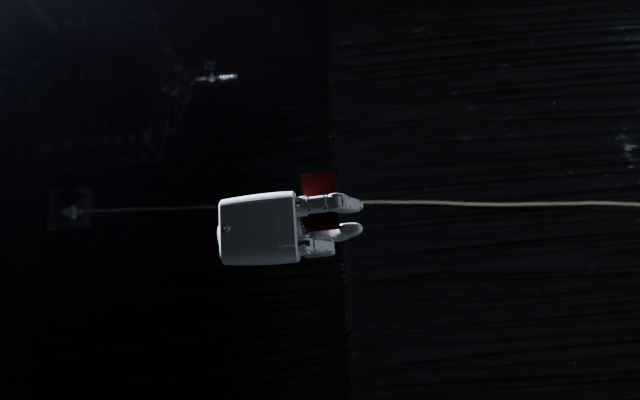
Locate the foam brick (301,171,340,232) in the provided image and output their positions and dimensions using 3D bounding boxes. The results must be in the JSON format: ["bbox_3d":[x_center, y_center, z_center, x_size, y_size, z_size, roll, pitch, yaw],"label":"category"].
[{"bbox_3d":[0.000,0.002,0.699,0.051,0.078,0.053,-5,-14,3],"label":"foam brick"}]
